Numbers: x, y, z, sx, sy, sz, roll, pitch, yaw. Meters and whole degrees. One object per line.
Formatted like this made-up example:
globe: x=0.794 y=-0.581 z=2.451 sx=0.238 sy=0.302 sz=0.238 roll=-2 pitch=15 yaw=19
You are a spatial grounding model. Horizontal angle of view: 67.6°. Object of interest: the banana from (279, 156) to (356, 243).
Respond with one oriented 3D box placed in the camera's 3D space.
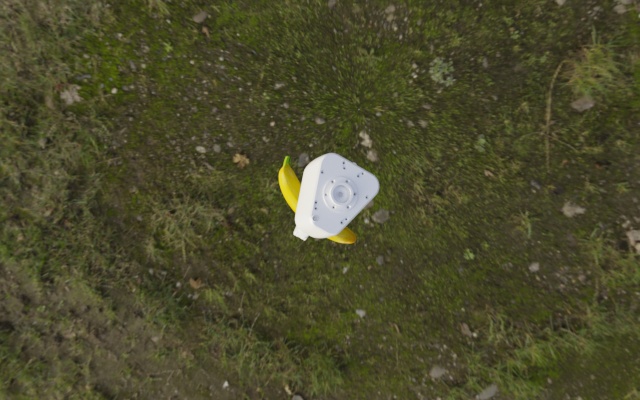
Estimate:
banana: x=-0.014 y=0.010 z=0.842 sx=0.069 sy=0.198 sz=0.037 roll=-39 pitch=2 yaw=-33
